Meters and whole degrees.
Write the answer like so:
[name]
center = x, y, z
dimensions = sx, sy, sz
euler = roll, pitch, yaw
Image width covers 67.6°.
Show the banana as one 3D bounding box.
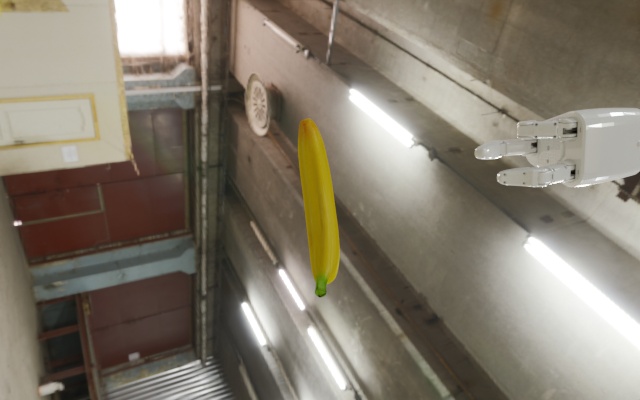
[banana]
center = 0.000, 0.008, 0.548
dimensions = 0.037, 0.197, 0.069
euler = -6, -9, -3
